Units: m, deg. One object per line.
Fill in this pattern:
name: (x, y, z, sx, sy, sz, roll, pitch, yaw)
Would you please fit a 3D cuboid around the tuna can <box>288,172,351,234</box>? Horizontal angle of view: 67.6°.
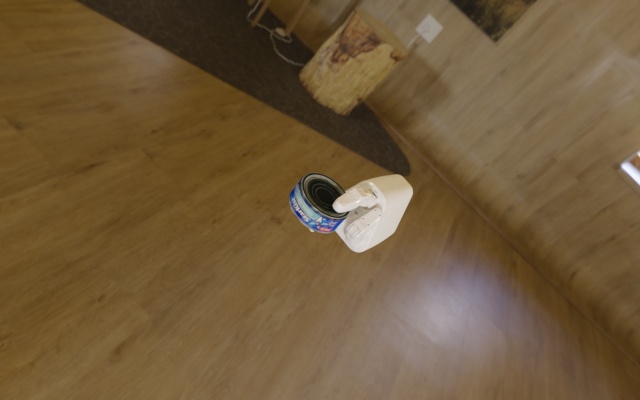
tuna can: (0.000, 0.002, 0.672, 0.086, 0.086, 0.034, 0, -37, -42)
